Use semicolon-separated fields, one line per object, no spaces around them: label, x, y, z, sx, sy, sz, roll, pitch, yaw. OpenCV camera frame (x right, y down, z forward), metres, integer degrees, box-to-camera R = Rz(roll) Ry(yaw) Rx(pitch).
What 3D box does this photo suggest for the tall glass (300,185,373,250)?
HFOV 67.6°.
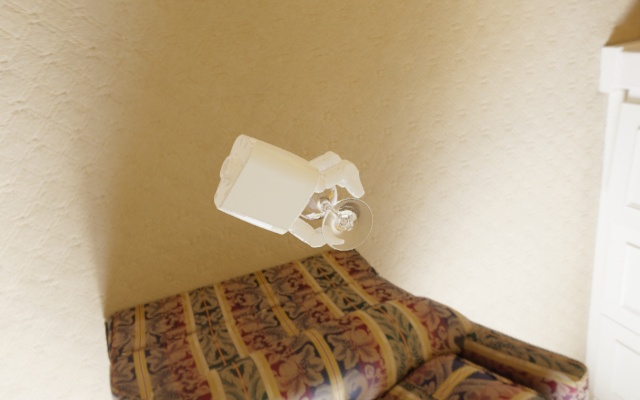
tall glass;0.000;0.003;0.722;0.079;0.079;0.201;0;17;-22
